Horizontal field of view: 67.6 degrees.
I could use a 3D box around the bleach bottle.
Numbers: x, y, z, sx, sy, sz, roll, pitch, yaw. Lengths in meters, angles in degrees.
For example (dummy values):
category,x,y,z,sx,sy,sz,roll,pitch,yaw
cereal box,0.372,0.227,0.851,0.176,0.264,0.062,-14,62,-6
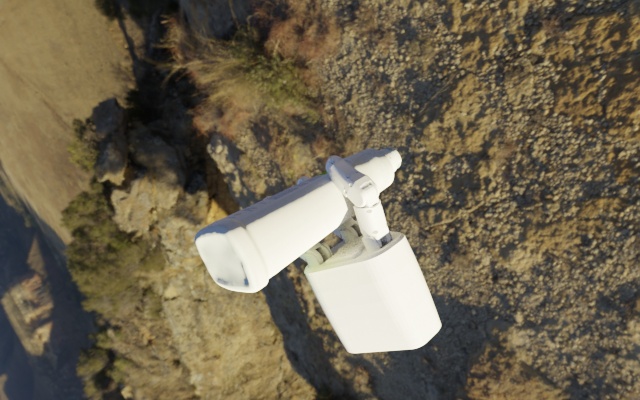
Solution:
category,x,y,z,sx,sy,sz,roll,pitch,yaw
bleach bottle,0.000,0.002,0.498,0.250,0.068,0.102,-31,11,-33
